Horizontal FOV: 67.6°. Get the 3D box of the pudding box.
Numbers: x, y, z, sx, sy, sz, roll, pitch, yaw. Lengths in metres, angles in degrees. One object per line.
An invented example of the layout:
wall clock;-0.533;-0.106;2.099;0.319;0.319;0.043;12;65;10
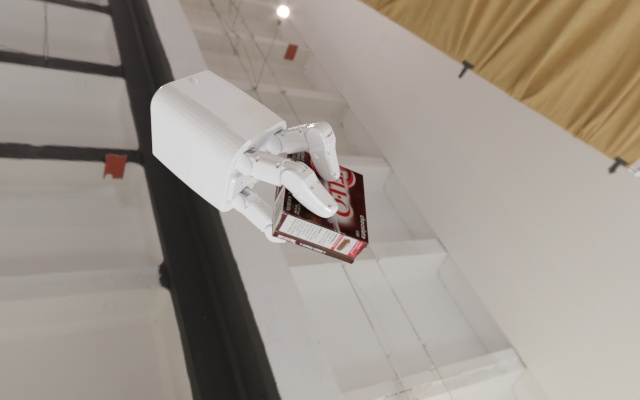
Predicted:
pudding box;0.000;0.002;0.487;0.090;0.039;0.113;20;39;-15
